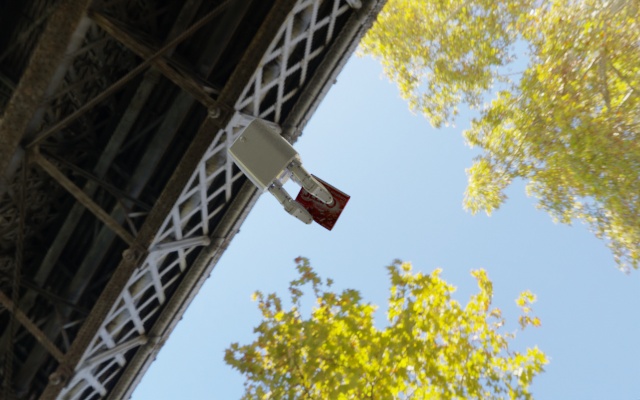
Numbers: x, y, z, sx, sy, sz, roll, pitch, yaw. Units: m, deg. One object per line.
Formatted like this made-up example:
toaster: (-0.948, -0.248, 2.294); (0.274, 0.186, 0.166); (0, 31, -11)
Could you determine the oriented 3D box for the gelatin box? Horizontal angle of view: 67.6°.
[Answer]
gelatin box: (0.001, 0.003, 0.884); (0.089, 0.073, 0.030); (30, 12, 6)
